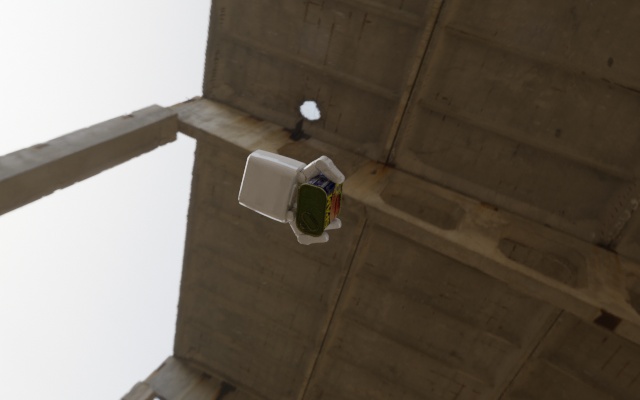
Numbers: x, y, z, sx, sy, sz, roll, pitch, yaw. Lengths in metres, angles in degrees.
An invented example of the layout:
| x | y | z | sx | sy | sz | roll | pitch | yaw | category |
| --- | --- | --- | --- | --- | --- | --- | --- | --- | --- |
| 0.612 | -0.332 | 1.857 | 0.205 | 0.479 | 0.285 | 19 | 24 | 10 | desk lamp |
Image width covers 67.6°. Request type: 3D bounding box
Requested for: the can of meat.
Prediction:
| x | y | z | sx | sy | sz | roll | pitch | yaw | category |
| --- | --- | --- | --- | --- | --- | --- | --- | --- | --- |
| 0.000 | 0.003 | 0.883 | 0.057 | 0.102 | 0.084 | 17 | 30 | 20 | can of meat |
